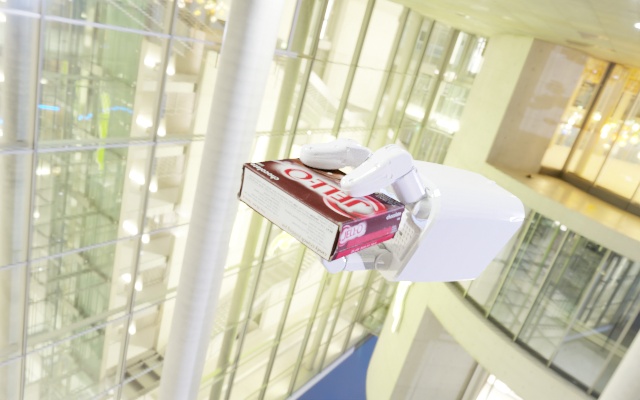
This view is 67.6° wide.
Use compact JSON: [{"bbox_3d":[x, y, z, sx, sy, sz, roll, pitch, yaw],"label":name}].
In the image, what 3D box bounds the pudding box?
[{"bbox_3d":[0.000,0.001,0.402,0.113,0.039,0.090,29,25,33],"label":"pudding box"}]
